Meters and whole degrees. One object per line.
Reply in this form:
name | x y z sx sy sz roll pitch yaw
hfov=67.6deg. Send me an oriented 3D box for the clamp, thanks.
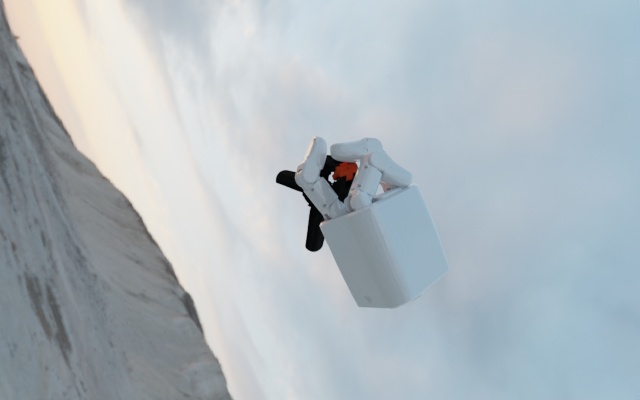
clamp | 0.001 0.002 0.599 0.039 0.120 0.171 -27 2 -27
